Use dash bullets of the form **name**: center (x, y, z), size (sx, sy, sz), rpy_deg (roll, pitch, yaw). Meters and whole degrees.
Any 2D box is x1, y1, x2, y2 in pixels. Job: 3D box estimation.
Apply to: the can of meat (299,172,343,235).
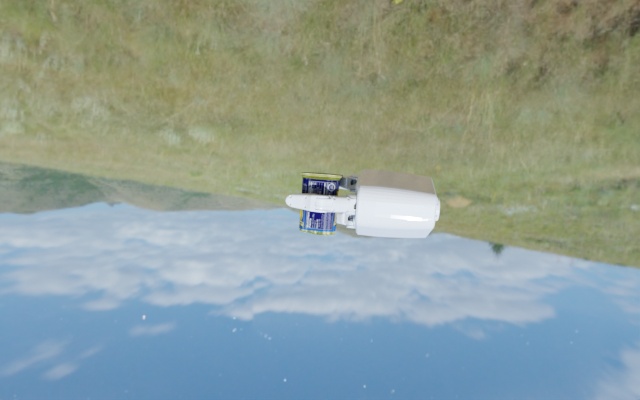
- **can of meat**: center (0.000, 0.003, 0.695), size (0.057, 0.084, 0.102), rpy_deg (4, 4, 3)
